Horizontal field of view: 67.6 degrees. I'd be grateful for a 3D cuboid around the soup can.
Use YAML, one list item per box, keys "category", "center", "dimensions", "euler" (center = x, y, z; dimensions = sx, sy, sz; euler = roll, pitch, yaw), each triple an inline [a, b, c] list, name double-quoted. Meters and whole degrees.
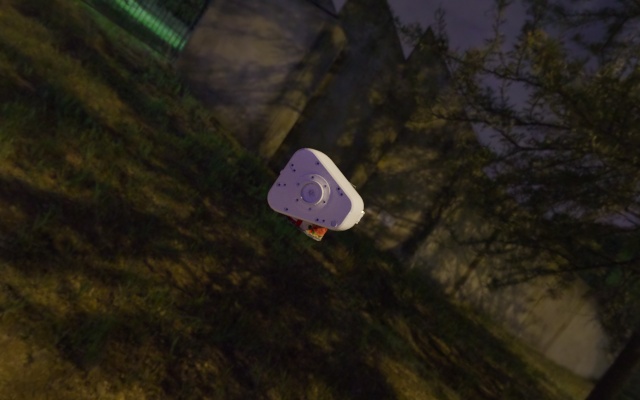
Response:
- category: "soup can"
  center: [0.000, 0.002, 0.753]
  dimensions: [0.068, 0.102, 0.068]
  euler: [34, 4, -3]
